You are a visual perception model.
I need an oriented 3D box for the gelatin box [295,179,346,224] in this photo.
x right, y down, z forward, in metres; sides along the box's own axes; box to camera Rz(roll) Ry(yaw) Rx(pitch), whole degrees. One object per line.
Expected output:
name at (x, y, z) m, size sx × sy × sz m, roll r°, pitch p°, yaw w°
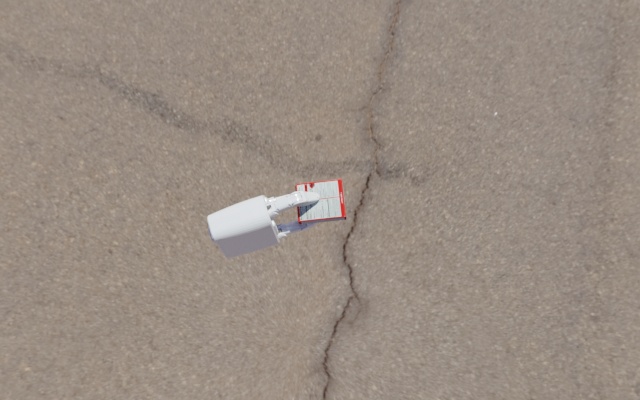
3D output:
gelatin box at (0.000, 0.003, 0.884) m, size 0.089 × 0.073 × 0.030 m, roll -7°, pitch -15°, yaw 3°
